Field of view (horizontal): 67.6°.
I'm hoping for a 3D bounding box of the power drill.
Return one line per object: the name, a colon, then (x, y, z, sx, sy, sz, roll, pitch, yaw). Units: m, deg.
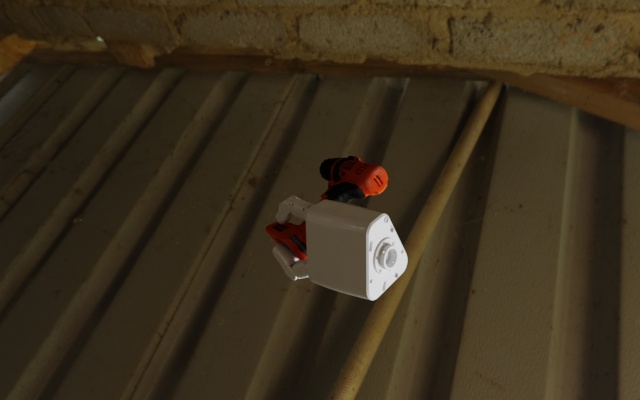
power drill: (0.000, 0.003, 0.768, 0.057, 0.187, 0.184, 48, -12, -22)
